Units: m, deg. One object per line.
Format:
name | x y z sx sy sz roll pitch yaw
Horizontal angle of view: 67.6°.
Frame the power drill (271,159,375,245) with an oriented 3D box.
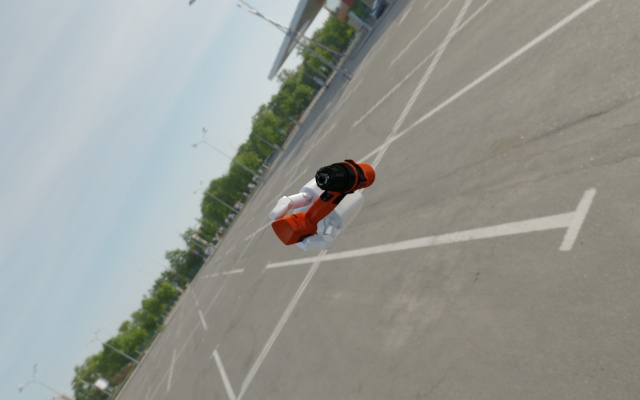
power drill | 0.000 0.003 0.845 0.188 0.057 0.184 -42 -16 25
